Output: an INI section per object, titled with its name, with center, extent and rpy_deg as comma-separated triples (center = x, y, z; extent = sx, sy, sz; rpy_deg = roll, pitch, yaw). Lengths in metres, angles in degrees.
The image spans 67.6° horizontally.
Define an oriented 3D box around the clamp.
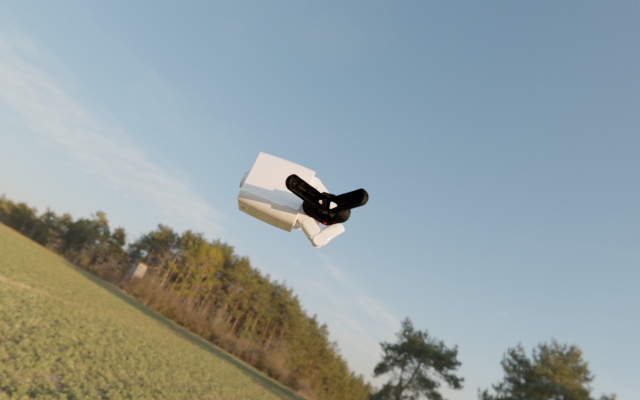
[clamp]
center = 0.000, 0.002, 0.742
extent = 0.120, 0.039, 0.171
rpy_deg = 20, -20, -2
